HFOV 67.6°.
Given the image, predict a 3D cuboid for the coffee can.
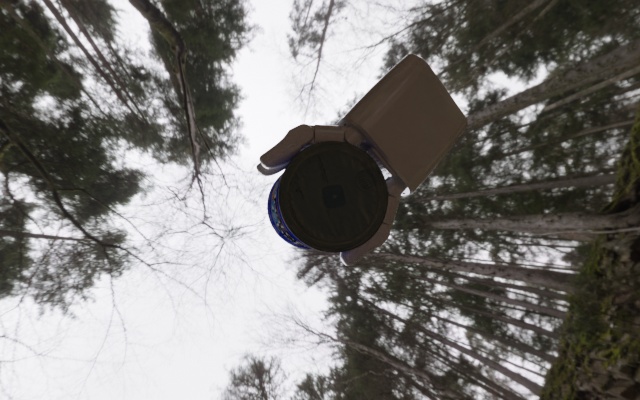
[{"bbox_3d":[0.000,0.002,0.501,0.103,0.103,0.140,0,-4,-11],"label":"coffee can"}]
